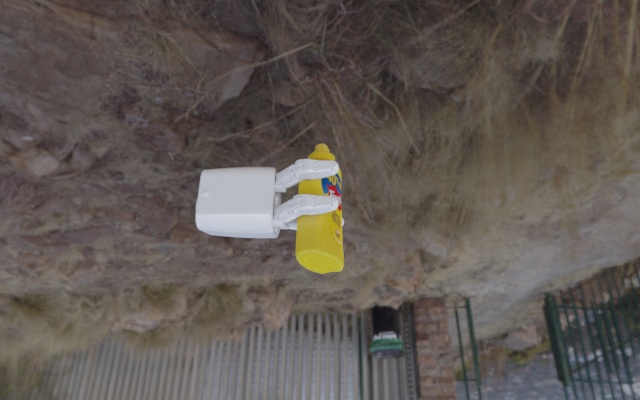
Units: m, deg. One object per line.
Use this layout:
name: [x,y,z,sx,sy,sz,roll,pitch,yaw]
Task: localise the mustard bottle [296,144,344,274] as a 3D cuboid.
mustard bottle: [0.000,0.002,0.693,0.058,0.191,0.096,-11,-29,21]
